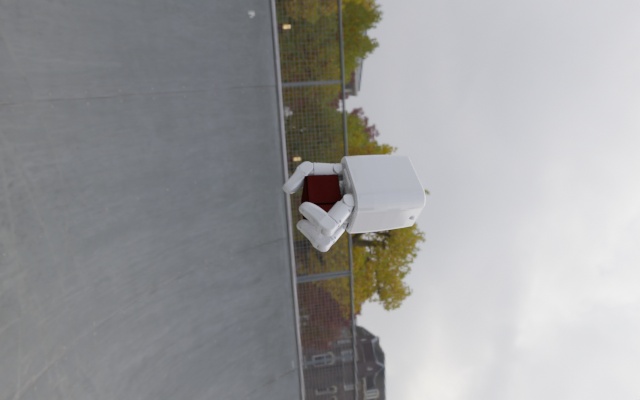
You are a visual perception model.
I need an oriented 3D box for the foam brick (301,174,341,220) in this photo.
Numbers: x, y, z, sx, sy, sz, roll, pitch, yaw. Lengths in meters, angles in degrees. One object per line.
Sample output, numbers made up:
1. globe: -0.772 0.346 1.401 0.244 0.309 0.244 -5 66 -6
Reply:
1. foam brick: 0.000 0.002 0.735 0.051 0.053 0.078 -3 -28 -9
